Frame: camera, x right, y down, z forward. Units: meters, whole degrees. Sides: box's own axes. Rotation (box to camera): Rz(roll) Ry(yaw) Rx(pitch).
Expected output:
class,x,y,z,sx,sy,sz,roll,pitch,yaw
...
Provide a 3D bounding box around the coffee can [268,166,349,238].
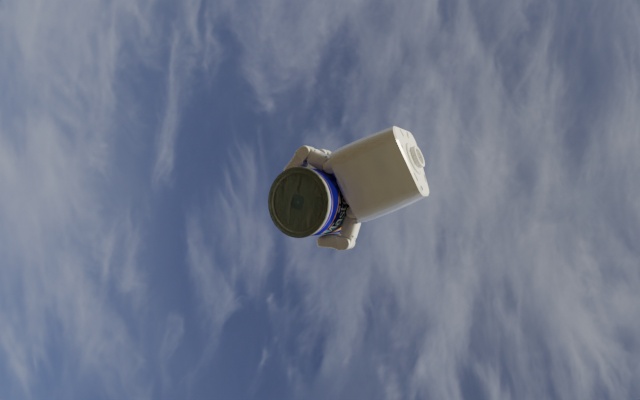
class,x,y,z,sx,sy,sz,roll,pitch,yaw
coffee can,0.000,0.003,0.742,0.103,0.103,0.140,0,0,29
